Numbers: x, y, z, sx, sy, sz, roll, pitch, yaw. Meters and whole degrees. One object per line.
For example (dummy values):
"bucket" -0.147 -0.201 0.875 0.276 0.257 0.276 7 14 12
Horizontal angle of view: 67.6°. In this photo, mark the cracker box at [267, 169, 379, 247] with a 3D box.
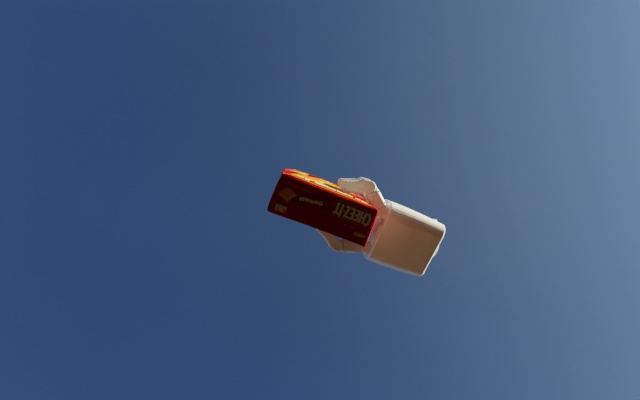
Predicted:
"cracker box" 0.000 0.003 0.831 0.164 0.072 0.213 20 4 -5
